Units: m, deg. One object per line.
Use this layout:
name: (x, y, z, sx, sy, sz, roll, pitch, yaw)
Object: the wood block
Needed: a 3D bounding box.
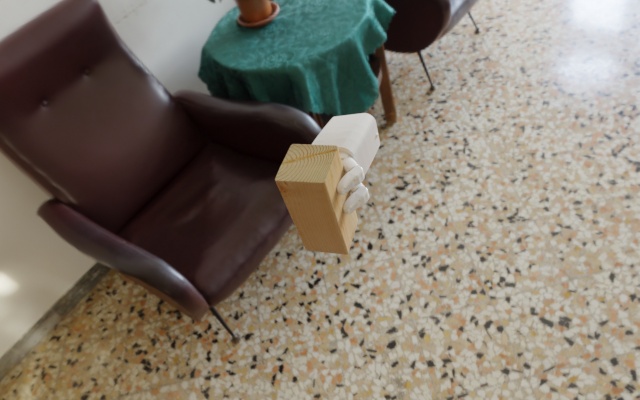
wood block: (0.000, 0.002, 0.875, 0.091, 0.090, 0.206, 4, -38, 21)
